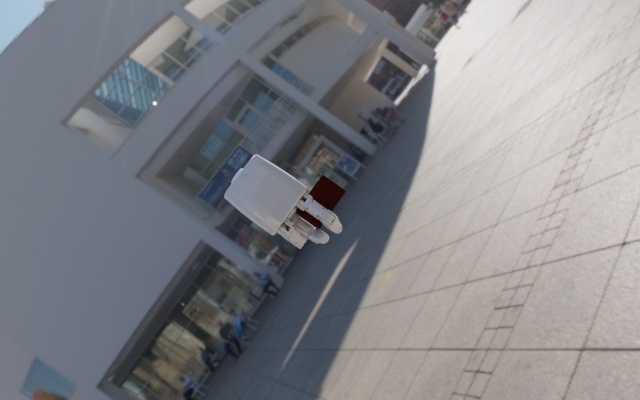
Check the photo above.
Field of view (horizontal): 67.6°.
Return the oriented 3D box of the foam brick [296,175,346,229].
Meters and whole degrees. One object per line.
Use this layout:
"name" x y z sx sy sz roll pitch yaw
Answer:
"foam brick" 0.000 0.003 0.835 0.051 0.078 0.053 36 -10 1
